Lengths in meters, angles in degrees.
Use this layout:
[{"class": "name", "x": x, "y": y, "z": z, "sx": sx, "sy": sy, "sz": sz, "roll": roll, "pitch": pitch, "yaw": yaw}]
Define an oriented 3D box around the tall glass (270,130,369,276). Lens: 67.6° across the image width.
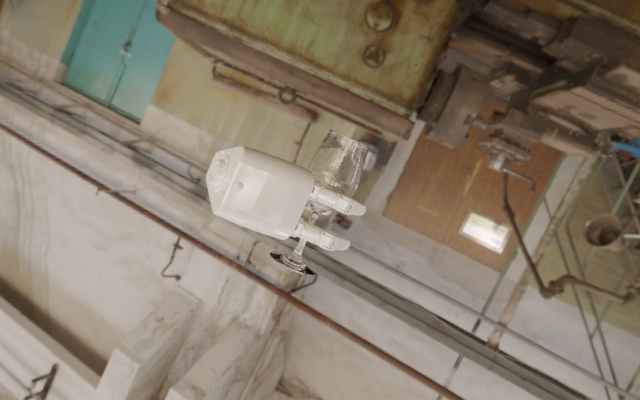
[{"class": "tall glass", "x": 0.000, "y": 0.003, "z": 0.687, "sx": 0.079, "sy": 0.201, "sz": 0.079, "roll": 24, "pitch": 5, "yaw": -2}]
